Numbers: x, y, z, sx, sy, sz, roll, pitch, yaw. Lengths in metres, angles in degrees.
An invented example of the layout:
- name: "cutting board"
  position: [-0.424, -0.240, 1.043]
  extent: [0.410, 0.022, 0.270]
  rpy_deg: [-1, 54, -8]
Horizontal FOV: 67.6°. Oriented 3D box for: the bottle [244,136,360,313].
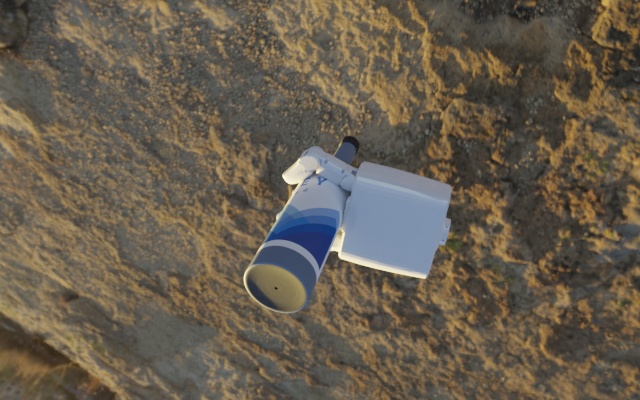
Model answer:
- name: "bottle"
  position: [0.000, 0.002, 0.567]
  extent: [0.069, 0.069, 0.295]
  rpy_deg: [0, 34, 20]
